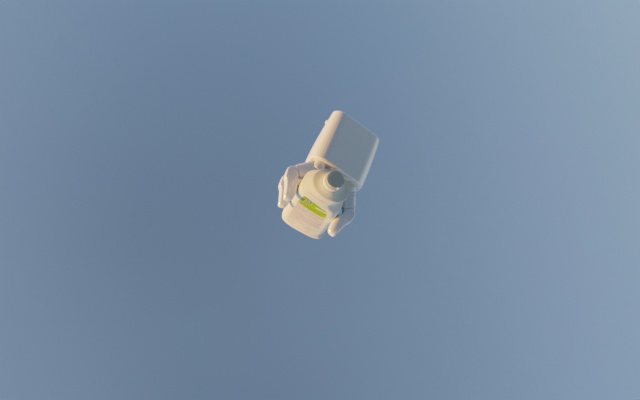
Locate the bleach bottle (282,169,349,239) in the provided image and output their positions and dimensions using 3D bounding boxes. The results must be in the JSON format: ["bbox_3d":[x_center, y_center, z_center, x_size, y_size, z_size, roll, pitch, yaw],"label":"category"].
[{"bbox_3d":[0.000,0.003,0.852,0.102,0.068,0.251,27,-20,-6],"label":"bleach bottle"}]
